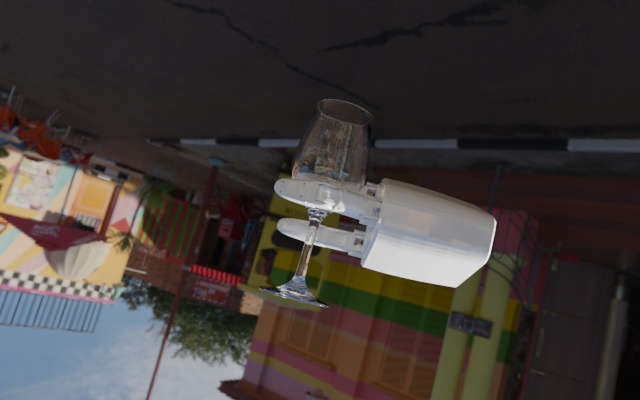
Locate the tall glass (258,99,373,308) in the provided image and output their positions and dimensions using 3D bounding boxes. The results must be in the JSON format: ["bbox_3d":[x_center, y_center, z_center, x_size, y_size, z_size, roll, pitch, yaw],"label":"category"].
[{"bbox_3d":[0.000,0.002,0.488,0.079,0.201,0.079,15,-9,2],"label":"tall glass"}]
